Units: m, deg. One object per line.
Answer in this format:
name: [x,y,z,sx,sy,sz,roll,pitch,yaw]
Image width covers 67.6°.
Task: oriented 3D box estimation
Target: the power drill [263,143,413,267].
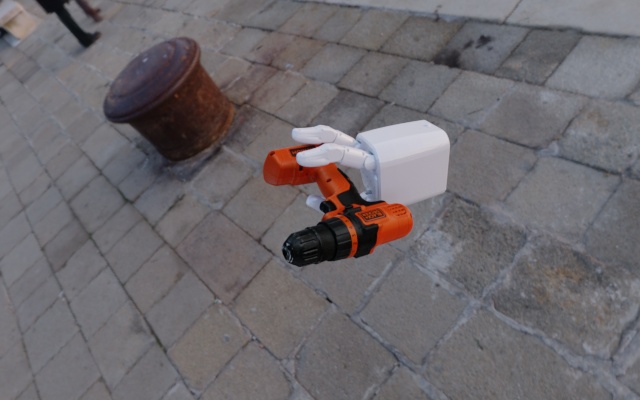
power drill: [0.000,0.002,0.617,0.184,0.057,0.187,-11,45,-34]
